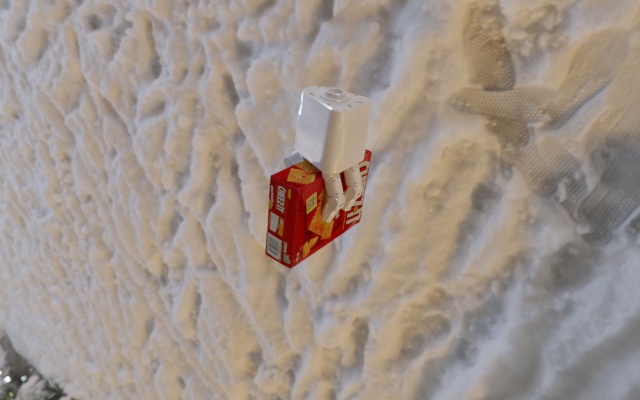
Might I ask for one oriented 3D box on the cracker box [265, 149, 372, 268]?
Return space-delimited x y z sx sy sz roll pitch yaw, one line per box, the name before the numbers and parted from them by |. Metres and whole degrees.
cracker box | 0.000 0.003 0.859 0.072 0.164 0.213 27 37 29
